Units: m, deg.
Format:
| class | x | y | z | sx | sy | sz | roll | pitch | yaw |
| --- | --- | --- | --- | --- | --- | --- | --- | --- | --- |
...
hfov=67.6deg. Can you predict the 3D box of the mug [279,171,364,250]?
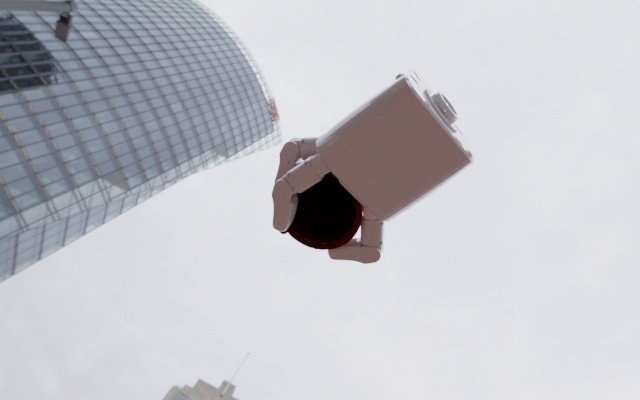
| class | x | y | z | sx | sy | sz | roll | pitch | yaw |
| --- | --- | --- | --- | --- | --- | --- | --- | --- | --- |
| mug | -0.001 | 0.002 | 0.536 | 0.117 | 0.093 | 0.081 | -35 | 7 | 26 |
